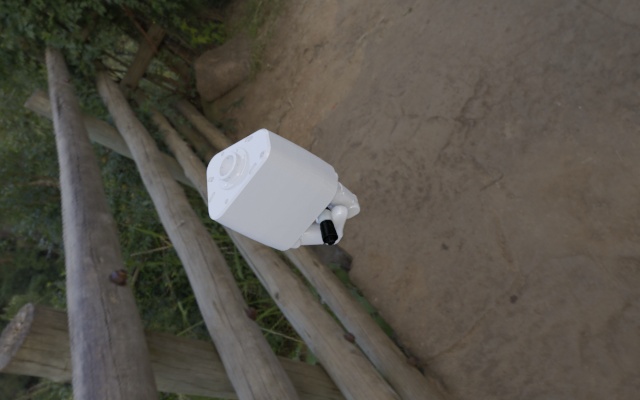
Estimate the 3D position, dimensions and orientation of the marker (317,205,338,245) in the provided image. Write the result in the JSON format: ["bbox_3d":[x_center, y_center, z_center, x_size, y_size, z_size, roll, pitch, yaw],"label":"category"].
[{"bbox_3d":[0.000,0.002,0.570,0.020,0.121,0.020,-9,-39,-7],"label":"marker"}]
